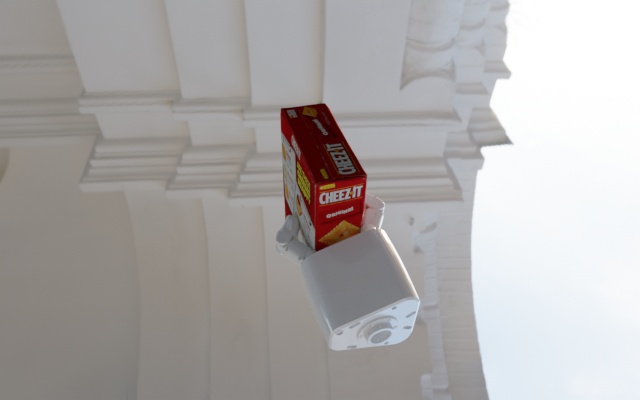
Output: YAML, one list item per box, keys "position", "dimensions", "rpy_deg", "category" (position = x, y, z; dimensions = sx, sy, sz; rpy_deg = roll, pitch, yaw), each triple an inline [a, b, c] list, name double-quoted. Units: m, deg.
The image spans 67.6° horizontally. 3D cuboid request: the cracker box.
- position: [0.000, 0.002, 0.651]
  dimensions: [0.072, 0.214, 0.164]
  rpy_deg: [-11, 45, -14]
  category: "cracker box"
